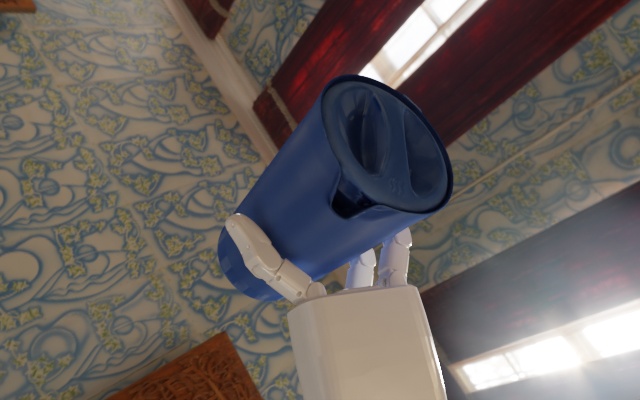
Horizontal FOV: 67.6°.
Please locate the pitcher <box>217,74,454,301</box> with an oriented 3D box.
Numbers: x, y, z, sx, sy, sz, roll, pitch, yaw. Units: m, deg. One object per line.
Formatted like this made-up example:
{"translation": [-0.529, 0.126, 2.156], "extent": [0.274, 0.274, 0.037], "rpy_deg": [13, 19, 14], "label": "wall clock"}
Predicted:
{"translation": [0.000, 0.002, 0.462], "extent": [0.149, 0.145, 0.243], "rpy_deg": [3, -30, -36], "label": "pitcher"}
